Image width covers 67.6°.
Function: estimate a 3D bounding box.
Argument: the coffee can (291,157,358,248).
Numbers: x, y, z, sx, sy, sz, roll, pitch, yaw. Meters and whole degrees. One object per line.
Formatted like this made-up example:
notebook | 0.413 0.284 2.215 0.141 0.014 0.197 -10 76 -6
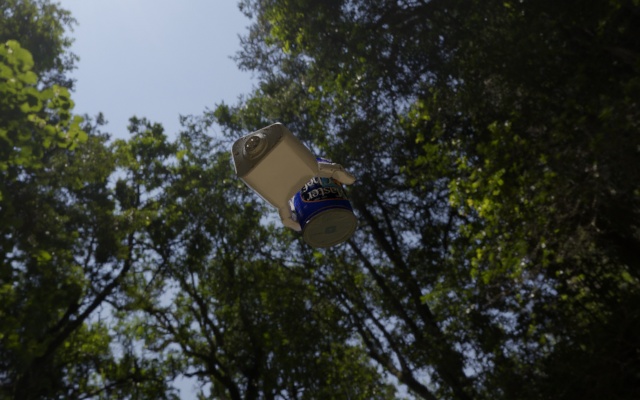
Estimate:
coffee can | 0.000 0.003 0.894 0.103 0.140 0.103 -12 -40 -10
